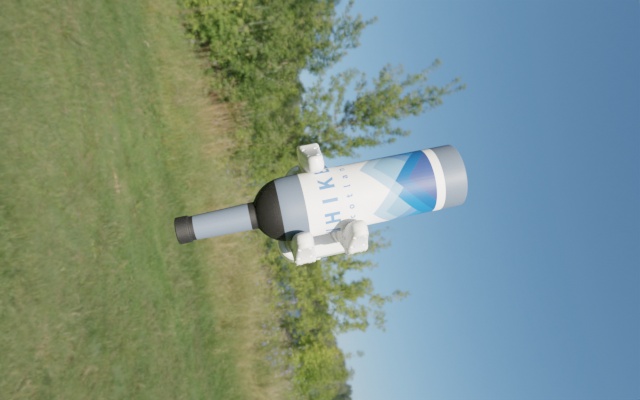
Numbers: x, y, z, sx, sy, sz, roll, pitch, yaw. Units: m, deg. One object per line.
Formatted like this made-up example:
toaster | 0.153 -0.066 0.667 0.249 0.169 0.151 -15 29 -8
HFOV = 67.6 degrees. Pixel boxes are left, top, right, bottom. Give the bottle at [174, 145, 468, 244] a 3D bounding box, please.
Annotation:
bottle | 0.000 0.002 0.495 0.296 0.069 0.069 -11 1 -7
